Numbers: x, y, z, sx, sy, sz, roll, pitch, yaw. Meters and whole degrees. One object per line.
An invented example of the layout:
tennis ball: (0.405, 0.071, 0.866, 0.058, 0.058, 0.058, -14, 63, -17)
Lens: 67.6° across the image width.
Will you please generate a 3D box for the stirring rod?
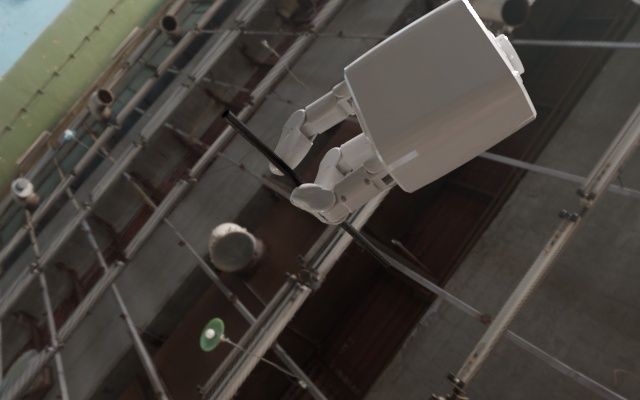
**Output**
stirring rod: (0.000, 0.001, 0.424, 0.011, 0.011, 0.240, 0, -33, 44)
